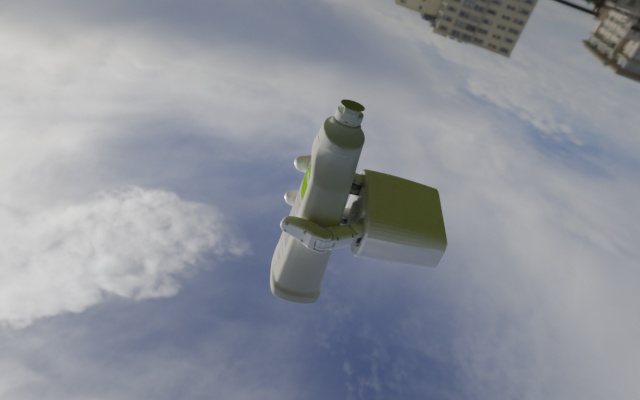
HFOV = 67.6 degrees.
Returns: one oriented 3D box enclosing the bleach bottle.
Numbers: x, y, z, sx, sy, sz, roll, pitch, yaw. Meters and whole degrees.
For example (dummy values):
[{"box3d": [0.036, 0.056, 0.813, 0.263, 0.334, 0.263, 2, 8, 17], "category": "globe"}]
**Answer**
[{"box3d": [0.000, 0.002, 0.578, 0.068, 0.251, 0.102, 12, 32, -12], "category": "bleach bottle"}]
